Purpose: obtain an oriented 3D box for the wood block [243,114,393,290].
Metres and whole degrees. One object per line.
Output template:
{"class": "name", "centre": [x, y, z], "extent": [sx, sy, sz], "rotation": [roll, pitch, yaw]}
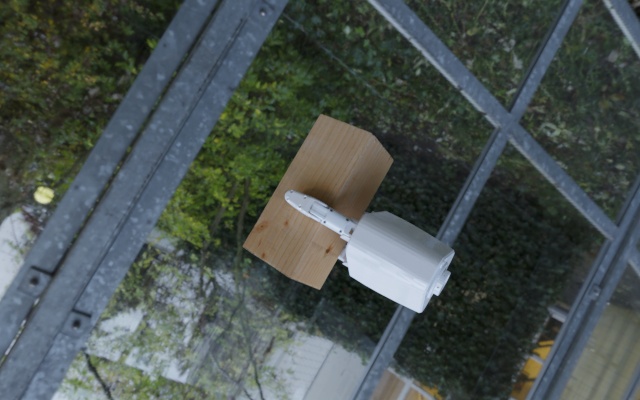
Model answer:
{"class": "wood block", "centre": [0.000, 0.002, 0.644], "extent": [0.090, 0.206, 0.091], "rotation": [27, -5, 33]}
